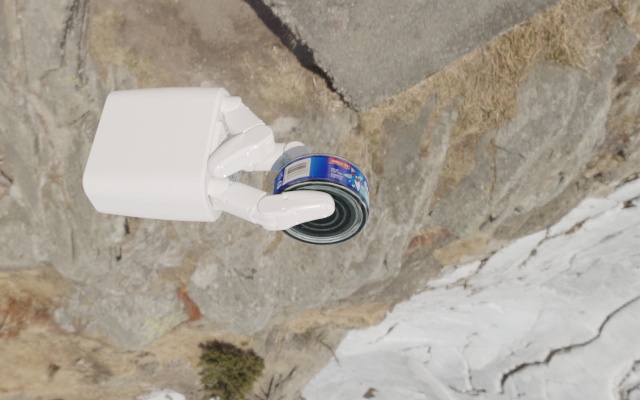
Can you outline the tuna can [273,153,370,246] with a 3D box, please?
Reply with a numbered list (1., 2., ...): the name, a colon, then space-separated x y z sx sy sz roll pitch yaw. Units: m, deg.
1. tuna can: 0.000 0.002 0.416 0.086 0.033 0.086 2 -43 2
